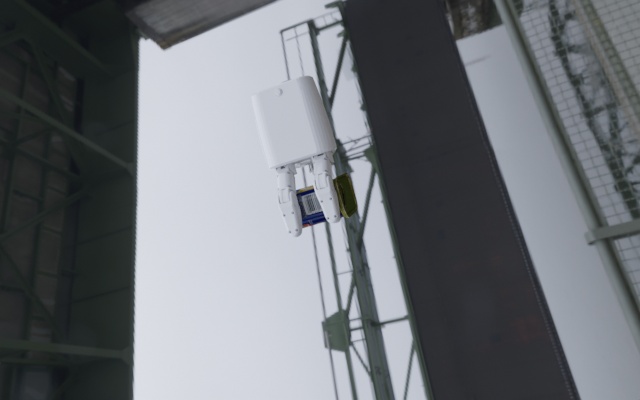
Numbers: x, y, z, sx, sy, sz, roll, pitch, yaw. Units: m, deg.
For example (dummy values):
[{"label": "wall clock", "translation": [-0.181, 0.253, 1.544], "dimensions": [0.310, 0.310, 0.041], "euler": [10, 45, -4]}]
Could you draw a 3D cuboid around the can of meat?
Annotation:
[{"label": "can of meat", "translation": [0.000, 0.002, 0.677], "dimensions": [0.084, 0.057, 0.102], "euler": [-16, 4, 15]}]
